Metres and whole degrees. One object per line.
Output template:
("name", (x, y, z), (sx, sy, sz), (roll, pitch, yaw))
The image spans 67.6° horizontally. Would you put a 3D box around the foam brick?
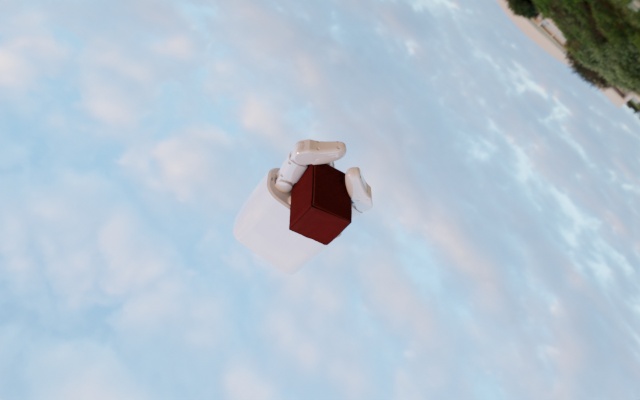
("foam brick", (0.000, 0.002, 0.548), (0.053, 0.078, 0.051), (25, -49, -22))
